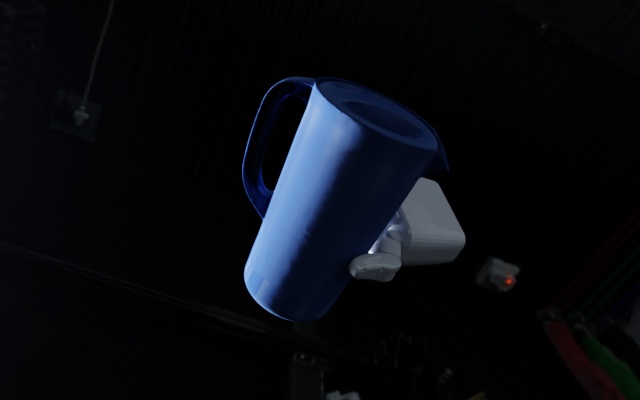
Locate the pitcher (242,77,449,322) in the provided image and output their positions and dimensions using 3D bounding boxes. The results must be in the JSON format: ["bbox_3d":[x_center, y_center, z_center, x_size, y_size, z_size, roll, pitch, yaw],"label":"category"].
[{"bbox_3d":[0.000,0.002,0.497,0.145,0.243,0.149,5,34,-38],"label":"pitcher"}]
